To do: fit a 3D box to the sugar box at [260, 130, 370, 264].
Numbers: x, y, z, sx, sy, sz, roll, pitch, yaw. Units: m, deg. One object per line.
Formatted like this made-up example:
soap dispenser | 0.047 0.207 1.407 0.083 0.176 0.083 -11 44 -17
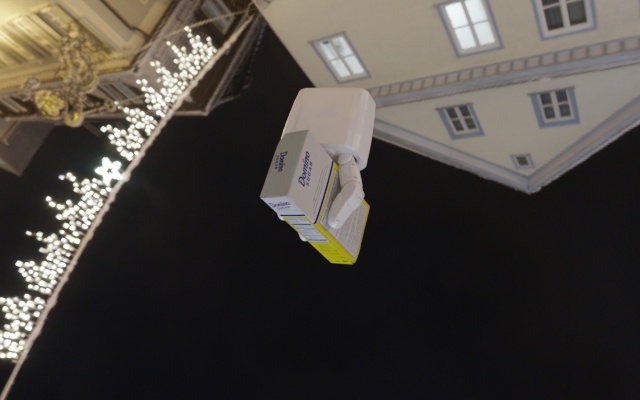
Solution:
sugar box | 0.000 0.002 0.599 0.048 0.093 0.176 -4 -34 34
